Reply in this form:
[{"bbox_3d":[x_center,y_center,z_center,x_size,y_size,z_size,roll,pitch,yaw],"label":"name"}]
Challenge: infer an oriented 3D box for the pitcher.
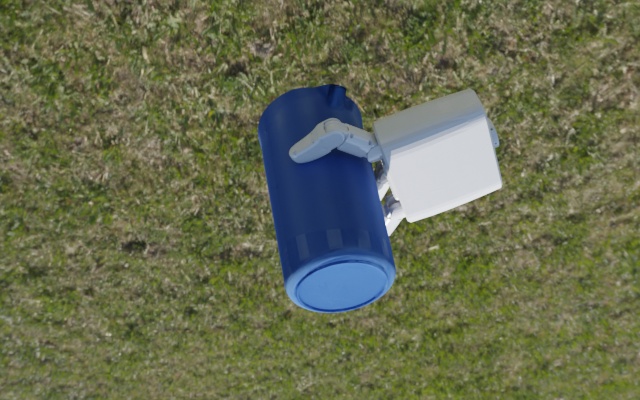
[{"bbox_3d":[0.000,0.002,0.537,0.145,0.242,0.149,-20,-42,10],"label":"pitcher"}]
